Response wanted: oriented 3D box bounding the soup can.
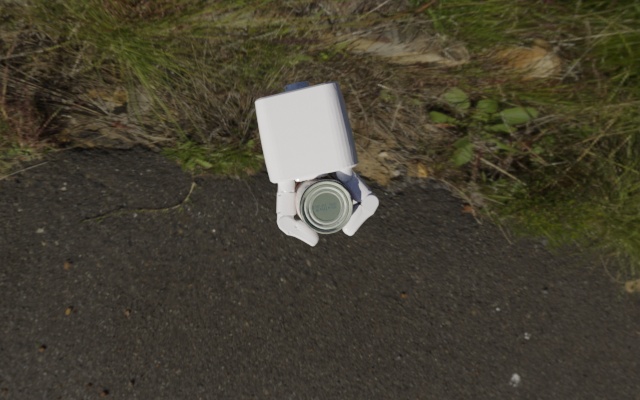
[{"bbox_3d":[0.000,0.003,0.620,0.068,0.068,0.102,0,7,-9],"label":"soup can"}]
